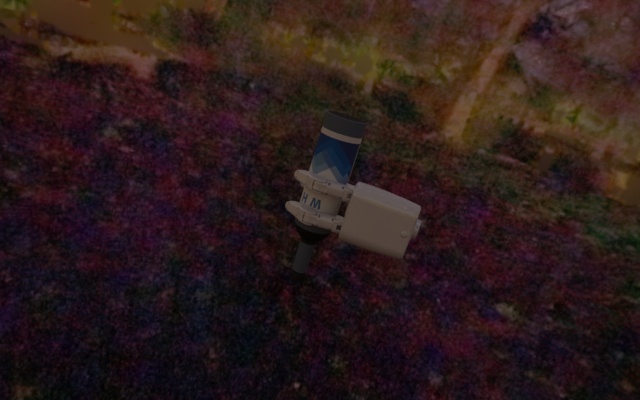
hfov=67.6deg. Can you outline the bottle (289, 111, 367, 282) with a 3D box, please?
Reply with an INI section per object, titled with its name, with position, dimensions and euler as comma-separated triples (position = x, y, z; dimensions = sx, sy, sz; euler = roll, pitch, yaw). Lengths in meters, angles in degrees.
[bottle]
position = 0.000, 0.002, 0.795
dimensions = 0.069, 0.296, 0.069
euler = 16, 17, -5
